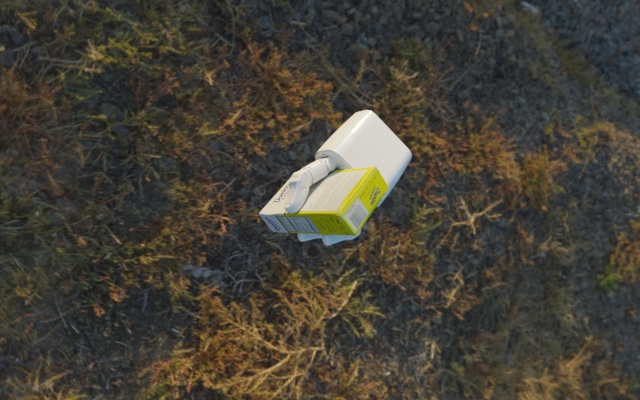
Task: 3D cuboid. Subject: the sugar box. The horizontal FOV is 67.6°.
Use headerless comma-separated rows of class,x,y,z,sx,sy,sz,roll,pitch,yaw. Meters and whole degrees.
sugar box,0.001,0.002,0.667,0.176,0.048,0.093,-4,40,51
